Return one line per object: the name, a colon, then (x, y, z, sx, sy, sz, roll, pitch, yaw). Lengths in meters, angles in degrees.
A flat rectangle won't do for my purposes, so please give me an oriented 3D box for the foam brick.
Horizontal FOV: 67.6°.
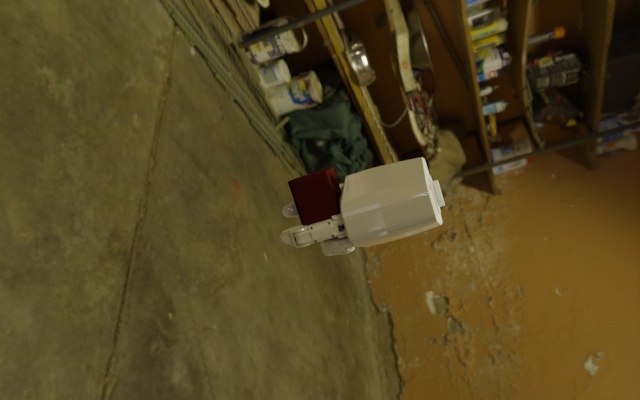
foam brick: (0.000, 0.002, 0.609, 0.051, 0.078, 0.053, -16, 7, 16)
